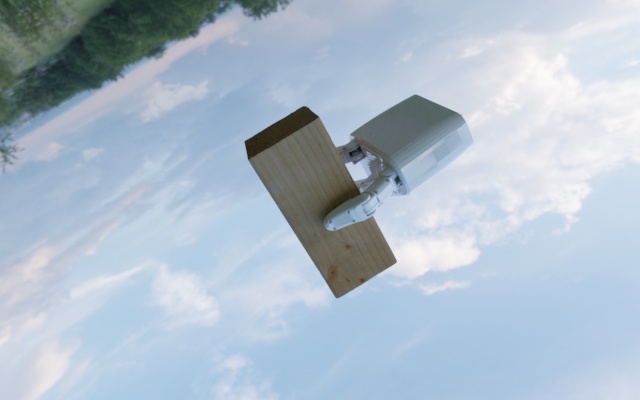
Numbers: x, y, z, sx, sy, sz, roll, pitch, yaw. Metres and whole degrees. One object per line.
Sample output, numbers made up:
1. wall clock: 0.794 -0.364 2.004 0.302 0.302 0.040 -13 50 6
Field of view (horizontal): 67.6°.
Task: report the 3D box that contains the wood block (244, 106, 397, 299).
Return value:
1. wood block: 0.001 0.002 0.580 0.090 0.206 0.090 -31 22 -1
